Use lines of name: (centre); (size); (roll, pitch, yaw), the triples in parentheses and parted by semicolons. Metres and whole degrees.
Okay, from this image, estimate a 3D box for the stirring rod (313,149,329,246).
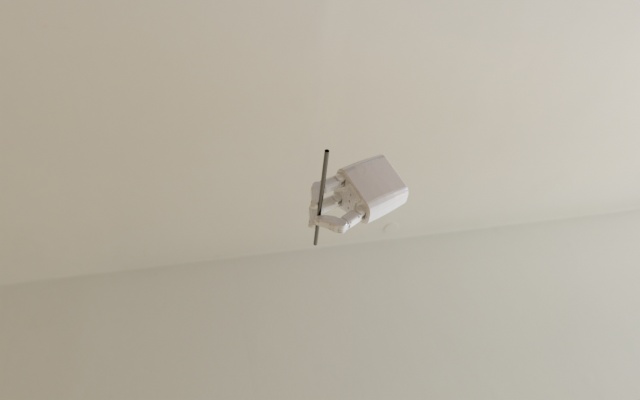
stirring rod: (0.000, 0.003, 0.857); (0.011, 0.011, 0.240); (0, -44, -7)
